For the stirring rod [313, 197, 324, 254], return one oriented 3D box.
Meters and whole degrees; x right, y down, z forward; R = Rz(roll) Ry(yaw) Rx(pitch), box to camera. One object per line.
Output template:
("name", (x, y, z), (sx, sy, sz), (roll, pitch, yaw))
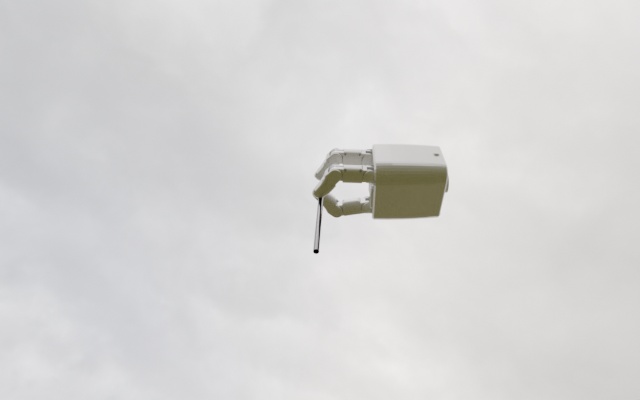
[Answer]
("stirring rod", (0.000, 0.002, 0.711), (0.011, 0.011, 0.239), (0, 32, 3))
